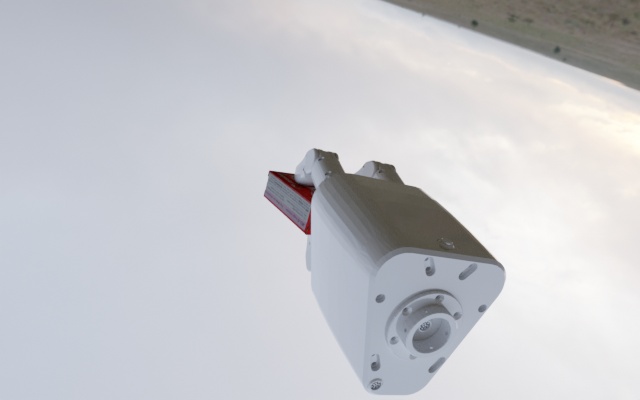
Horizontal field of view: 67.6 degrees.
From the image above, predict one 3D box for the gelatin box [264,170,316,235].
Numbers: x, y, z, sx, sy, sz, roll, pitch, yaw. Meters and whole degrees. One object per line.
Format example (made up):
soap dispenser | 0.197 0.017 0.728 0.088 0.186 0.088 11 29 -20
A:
gelatin box | 0.000 0.002 0.437 0.073 0.030 0.089 5 19 -34
